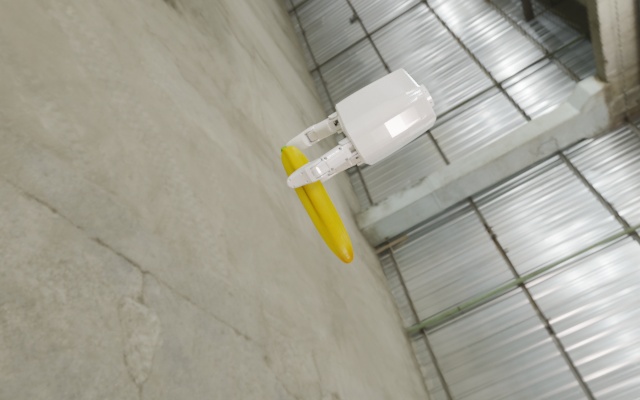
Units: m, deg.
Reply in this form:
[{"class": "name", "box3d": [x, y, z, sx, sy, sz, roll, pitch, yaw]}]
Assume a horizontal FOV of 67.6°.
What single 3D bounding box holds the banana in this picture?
[{"class": "banana", "box3d": [-0.006, -0.002, 0.661, 0.037, 0.197, 0.069, -30, -11, 8]}]
